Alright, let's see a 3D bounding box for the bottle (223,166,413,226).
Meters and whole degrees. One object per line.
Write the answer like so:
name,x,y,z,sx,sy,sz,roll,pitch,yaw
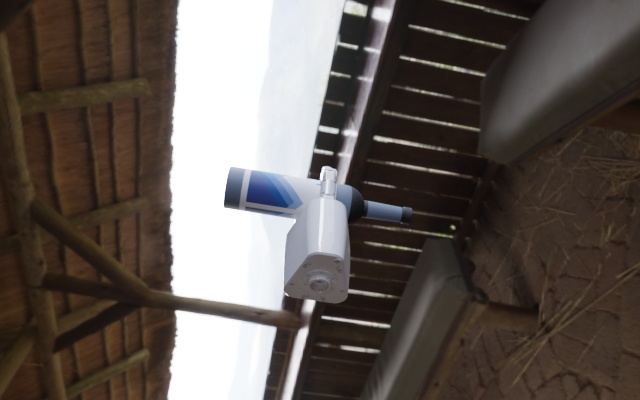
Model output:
bottle,0.000,0.002,0.754,0.296,0.069,0.069,9,-1,-6
